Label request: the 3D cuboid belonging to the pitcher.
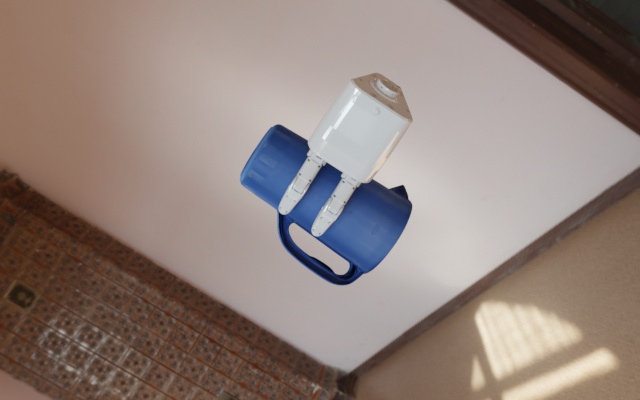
[{"bbox_3d":[0.000,0.002,0.716,0.243,0.145,0.149,33,34,-5],"label":"pitcher"}]
